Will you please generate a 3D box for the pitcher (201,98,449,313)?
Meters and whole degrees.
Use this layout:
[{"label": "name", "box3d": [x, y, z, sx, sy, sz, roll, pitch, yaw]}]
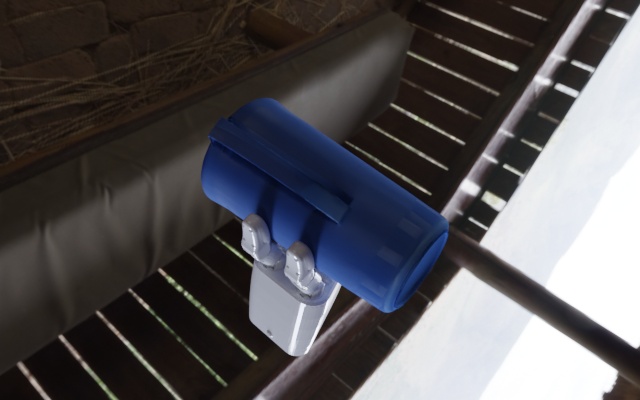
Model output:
[{"label": "pitcher", "box3d": [0.000, 0.002, 0.487, 0.242, 0.145, 0.149, 34, 41, 23]}]
